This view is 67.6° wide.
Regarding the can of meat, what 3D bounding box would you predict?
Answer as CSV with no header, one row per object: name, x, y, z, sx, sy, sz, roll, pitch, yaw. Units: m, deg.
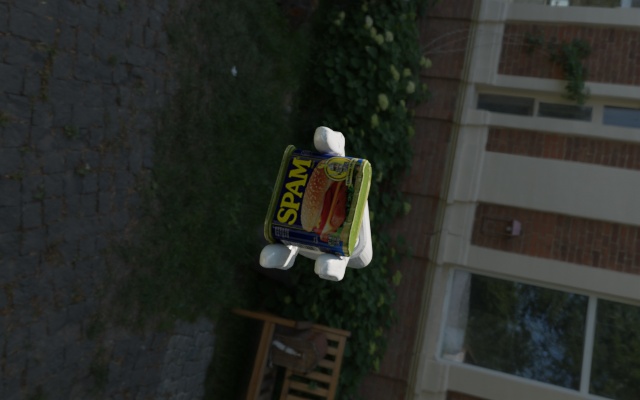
can of meat,0.000,0.002,0.480,0.084,0.102,0.057,10,-17,14
